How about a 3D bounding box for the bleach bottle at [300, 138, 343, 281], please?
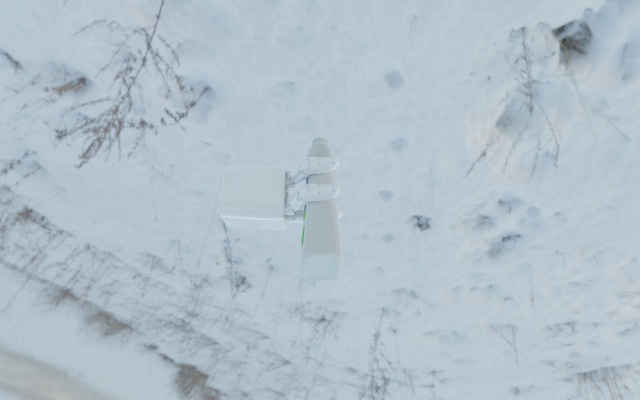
[{"bbox_3d":[0.000,0.003,0.815,0.068,0.250,0.103,1,-34,-3],"label":"bleach bottle"}]
